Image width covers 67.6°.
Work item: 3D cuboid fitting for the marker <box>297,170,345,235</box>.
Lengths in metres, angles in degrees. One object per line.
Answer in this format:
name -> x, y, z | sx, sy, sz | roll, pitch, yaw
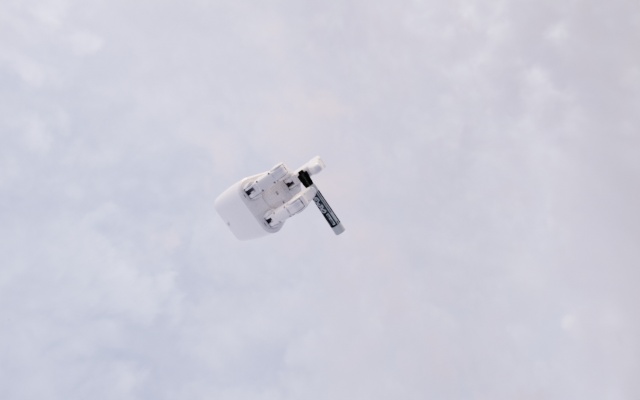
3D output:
marker -> 0.000, 0.002, 0.769 | 0.020, 0.121, 0.020 | -33, 9, 6
